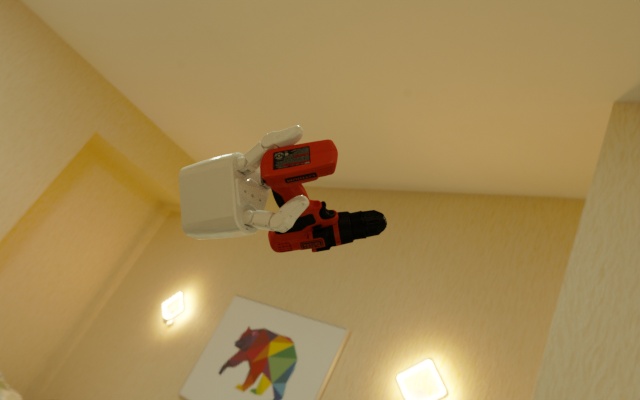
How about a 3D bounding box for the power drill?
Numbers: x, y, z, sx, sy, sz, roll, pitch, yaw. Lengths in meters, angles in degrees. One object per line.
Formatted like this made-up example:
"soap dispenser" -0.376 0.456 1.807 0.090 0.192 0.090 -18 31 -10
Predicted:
"power drill" 0.000 0.002 0.689 0.184 0.057 0.188 -11 -45 3
